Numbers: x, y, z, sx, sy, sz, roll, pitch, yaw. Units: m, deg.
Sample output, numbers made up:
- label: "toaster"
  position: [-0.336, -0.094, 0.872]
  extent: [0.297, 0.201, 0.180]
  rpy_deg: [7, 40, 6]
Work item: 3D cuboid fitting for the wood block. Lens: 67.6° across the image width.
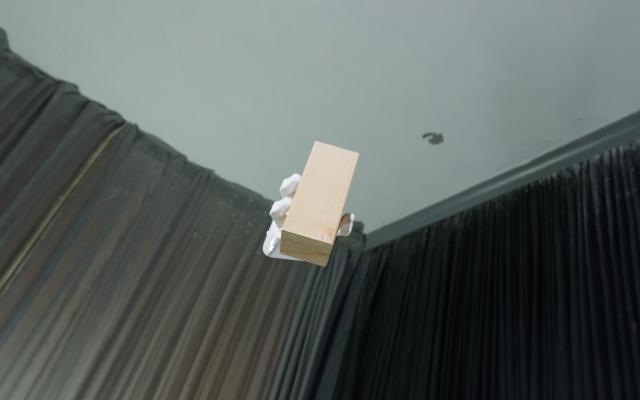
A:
- label: "wood block"
  position: [0.000, 0.003, 0.878]
  extent: [0.091, 0.206, 0.090]
  rpy_deg: [17, -34, 3]
